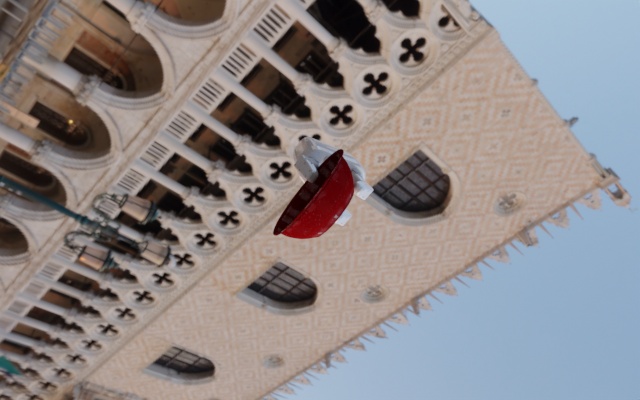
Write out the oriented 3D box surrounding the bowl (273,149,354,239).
[{"bbox_3d":[0.000,0.003,0.707,0.055,0.162,0.162,39,-8,-10],"label":"bowl"}]
